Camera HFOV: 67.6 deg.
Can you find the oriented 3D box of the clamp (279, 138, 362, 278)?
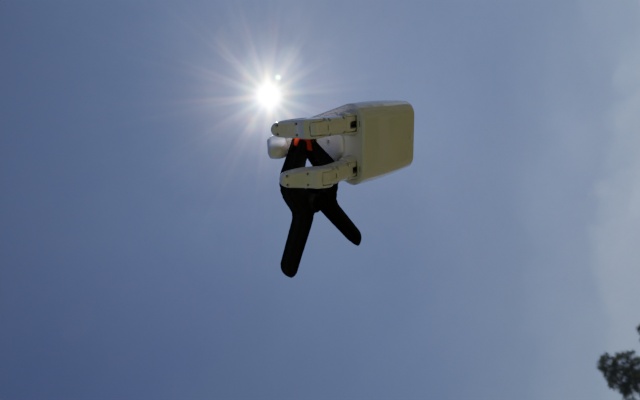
[{"bbox_3d":[0.000,0.002,0.590,0.120,0.171,0.039,-15,22,-39],"label":"clamp"}]
